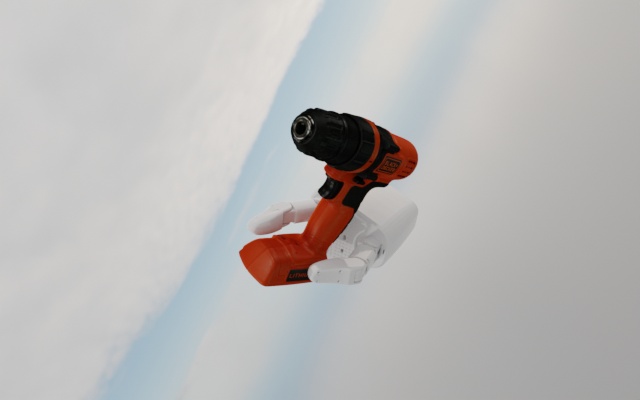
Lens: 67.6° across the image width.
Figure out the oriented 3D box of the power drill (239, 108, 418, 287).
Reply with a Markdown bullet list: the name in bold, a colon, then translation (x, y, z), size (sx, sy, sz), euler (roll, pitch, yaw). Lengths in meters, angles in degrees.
- **power drill**: translation (0.000, 0.002, 0.468), size (0.184, 0.188, 0.057), euler (8, 35, -53)
